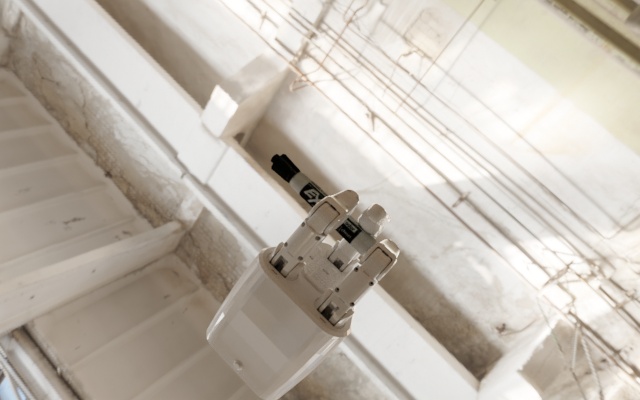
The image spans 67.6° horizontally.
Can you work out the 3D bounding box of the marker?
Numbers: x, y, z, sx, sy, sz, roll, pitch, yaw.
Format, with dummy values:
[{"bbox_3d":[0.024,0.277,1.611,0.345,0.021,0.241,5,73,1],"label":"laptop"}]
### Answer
[{"bbox_3d":[0.000,0.001,0.425,0.121,0.020,0.020,44,10,11],"label":"marker"}]
